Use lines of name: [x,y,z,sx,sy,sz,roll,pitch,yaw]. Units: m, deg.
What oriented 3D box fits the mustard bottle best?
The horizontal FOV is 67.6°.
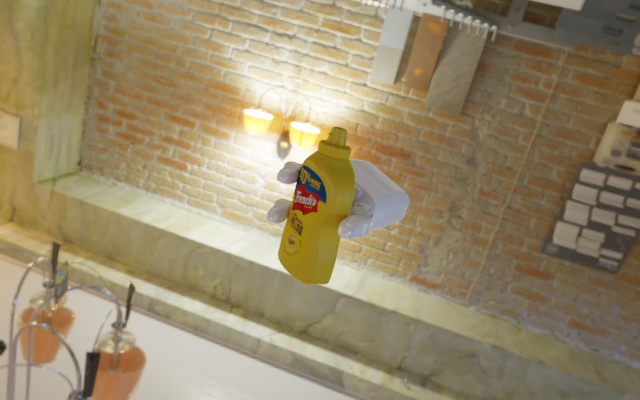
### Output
mustard bottle: [0.000,0.002,0.599,0.058,0.192,0.096,6,19,-30]
